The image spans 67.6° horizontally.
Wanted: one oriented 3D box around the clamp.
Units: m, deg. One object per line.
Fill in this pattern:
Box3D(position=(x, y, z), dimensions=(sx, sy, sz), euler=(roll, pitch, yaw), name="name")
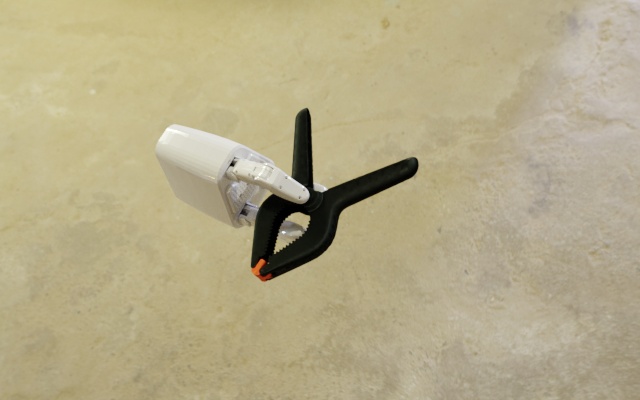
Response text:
Box3D(position=(-0.001, 0.002, 0.529), dimensions=(0.164, 0.210, 0.036), euler=(21, -18, 24), name="clamp")
